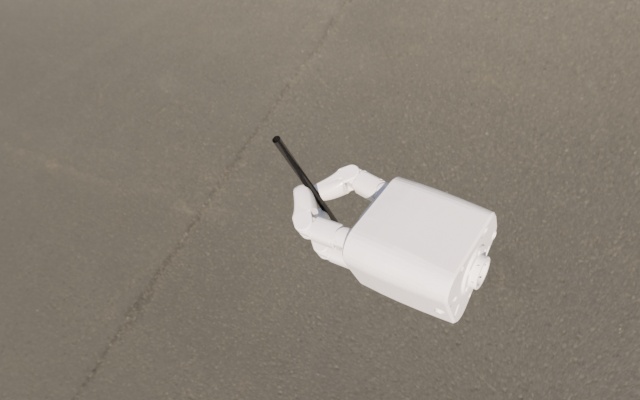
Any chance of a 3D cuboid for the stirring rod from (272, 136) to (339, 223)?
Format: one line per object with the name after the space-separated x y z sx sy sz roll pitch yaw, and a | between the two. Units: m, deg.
0.000 0.002 0.535 0.011 0.011 0.240 0 -29 23 | stirring rod
